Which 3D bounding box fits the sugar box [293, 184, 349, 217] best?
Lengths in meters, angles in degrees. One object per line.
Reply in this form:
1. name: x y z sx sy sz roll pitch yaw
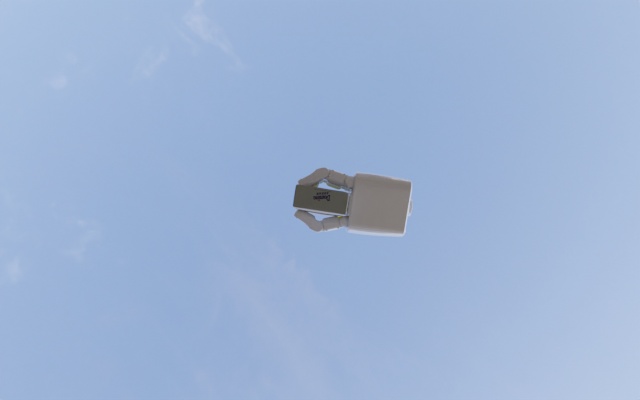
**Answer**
1. sugar box: 0.000 0.002 0.882 0.093 0.048 0.176 9 -6 -1
